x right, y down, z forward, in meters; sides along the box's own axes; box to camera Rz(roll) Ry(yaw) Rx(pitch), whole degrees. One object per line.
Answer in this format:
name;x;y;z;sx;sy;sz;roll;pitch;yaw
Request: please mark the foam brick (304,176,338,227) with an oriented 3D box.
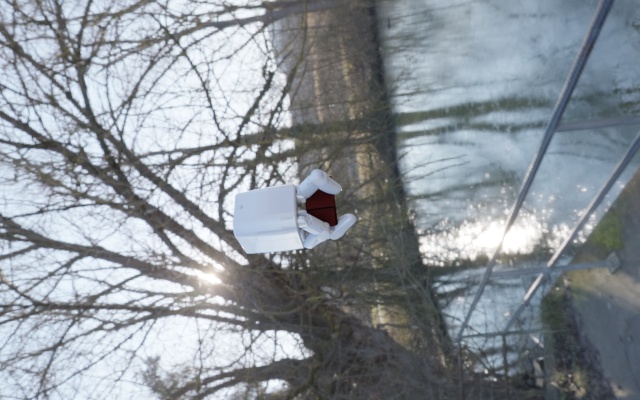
foam brick;0.000;0.003;0.842;0.051;0.078;0.053;-8;-44;3
